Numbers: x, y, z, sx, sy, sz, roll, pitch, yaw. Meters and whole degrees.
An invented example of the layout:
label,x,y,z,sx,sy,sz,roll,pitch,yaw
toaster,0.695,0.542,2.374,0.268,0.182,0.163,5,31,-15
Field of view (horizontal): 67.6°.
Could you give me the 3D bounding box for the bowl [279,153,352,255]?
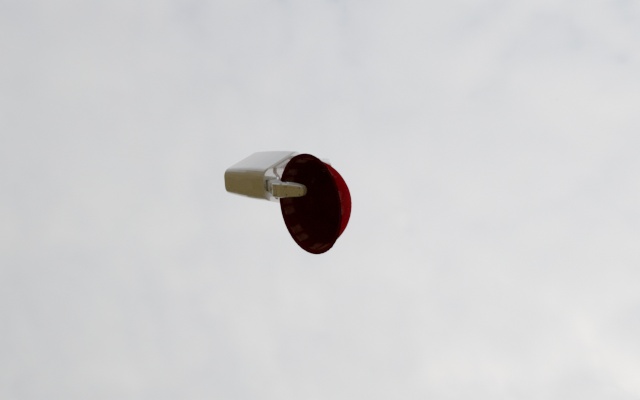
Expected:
label,x,y,z,sx,sy,sz,roll,pitch,yaw
bowl,0.001,0.003,0.768,0.055,0.162,0.162,-11,6,-37
